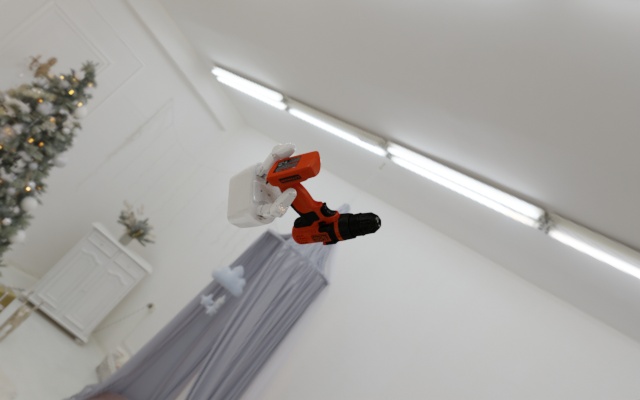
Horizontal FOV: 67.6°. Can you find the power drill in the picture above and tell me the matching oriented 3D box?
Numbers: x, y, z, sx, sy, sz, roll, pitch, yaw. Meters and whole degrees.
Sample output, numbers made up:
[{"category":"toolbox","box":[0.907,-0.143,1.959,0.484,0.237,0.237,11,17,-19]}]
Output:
[{"category":"power drill","box":[0.000,0.003,0.873,0.184,0.188,0.057,-12,34,27]}]
